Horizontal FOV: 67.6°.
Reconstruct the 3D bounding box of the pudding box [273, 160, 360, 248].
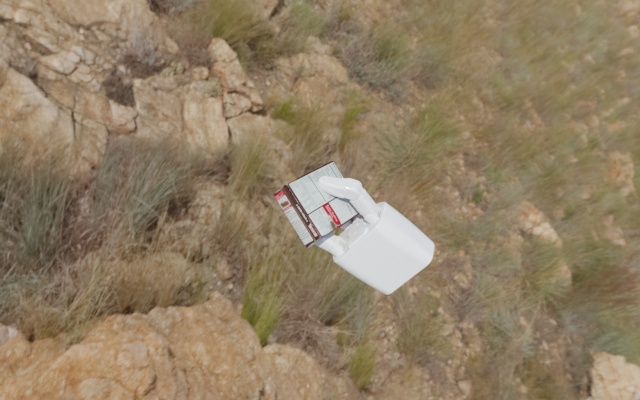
[{"bbox_3d":[0.000,0.002,0.678,0.039,0.090,0.113,-35,-4,42],"label":"pudding box"}]
